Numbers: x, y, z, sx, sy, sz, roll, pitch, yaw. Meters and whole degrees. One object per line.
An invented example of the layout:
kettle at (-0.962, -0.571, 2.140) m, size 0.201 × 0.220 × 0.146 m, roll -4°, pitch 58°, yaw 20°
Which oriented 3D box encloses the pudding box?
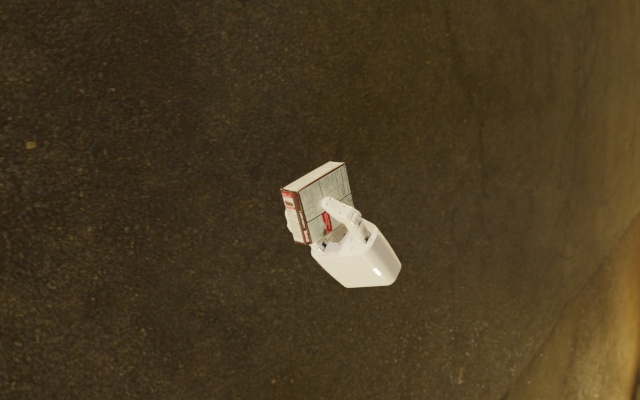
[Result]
pudding box at (0.000, 0.002, 0.716) m, size 0.039 × 0.090 × 0.113 m, roll 5°, pitch 28°, yaw 42°
